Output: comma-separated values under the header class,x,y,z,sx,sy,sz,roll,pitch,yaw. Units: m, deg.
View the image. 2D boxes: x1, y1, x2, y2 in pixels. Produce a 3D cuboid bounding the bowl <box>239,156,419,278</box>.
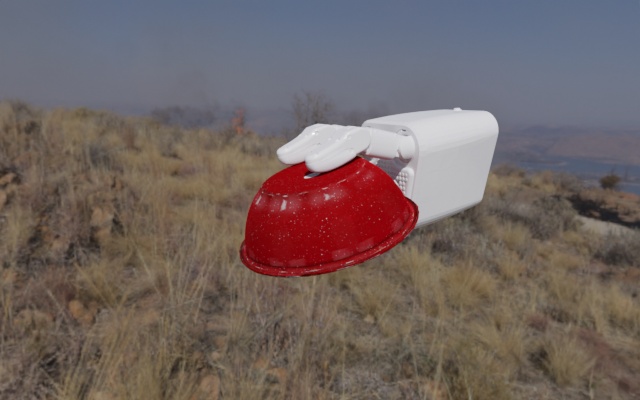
class,x,y,z,sx,sy,sz,roll,pitch,yaw
bowl,-0.001,0.002,0.412,0.162,0.055,0.162,-14,20,5
